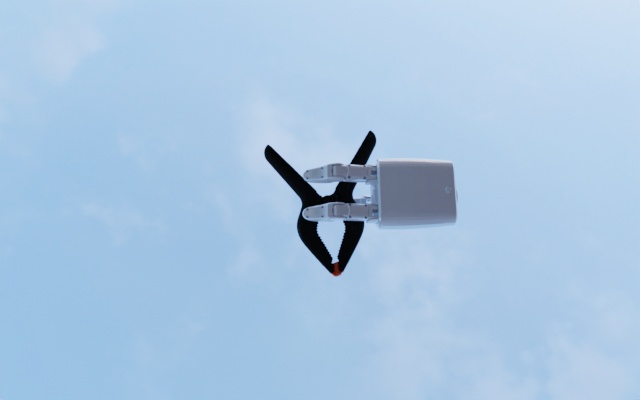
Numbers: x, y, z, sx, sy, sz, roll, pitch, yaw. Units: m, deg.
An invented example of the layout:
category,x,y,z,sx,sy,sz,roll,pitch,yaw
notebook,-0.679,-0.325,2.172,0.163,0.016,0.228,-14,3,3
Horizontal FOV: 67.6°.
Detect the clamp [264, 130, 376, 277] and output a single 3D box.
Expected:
category,x,y,z,sx,sy,sz,roll,pitch,yaw
clamp,0.000,0.003,0.680,0.164,0.210,0.036,-1,-13,4
